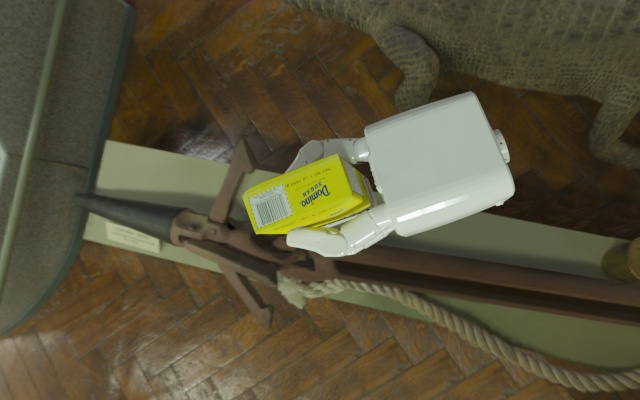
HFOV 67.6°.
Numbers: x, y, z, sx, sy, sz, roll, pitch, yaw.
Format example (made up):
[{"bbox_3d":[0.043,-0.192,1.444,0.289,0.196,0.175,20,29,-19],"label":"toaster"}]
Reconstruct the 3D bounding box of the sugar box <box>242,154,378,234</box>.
[{"bbox_3d":[0.000,0.002,0.482,0.093,0.048,0.176,-21,-11,12],"label":"sugar box"}]
